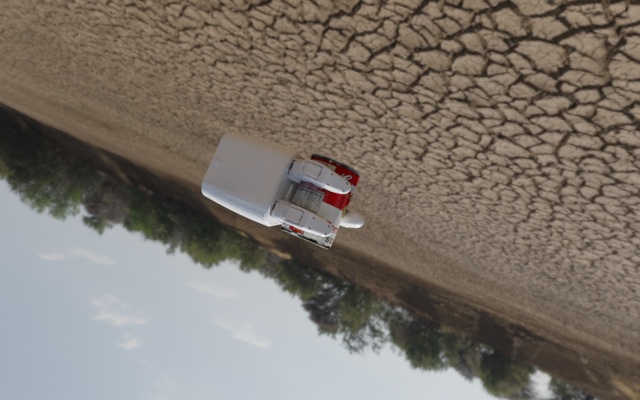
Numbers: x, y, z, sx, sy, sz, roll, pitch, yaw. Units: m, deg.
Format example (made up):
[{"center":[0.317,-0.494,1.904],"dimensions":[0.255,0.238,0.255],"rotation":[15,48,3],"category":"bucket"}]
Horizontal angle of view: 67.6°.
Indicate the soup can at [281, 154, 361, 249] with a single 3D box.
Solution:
[{"center":[0.000,0.002,0.598],"dimensions":[0.068,0.102,0.068],"rotation":[23,-5,2],"category":"soup can"}]
